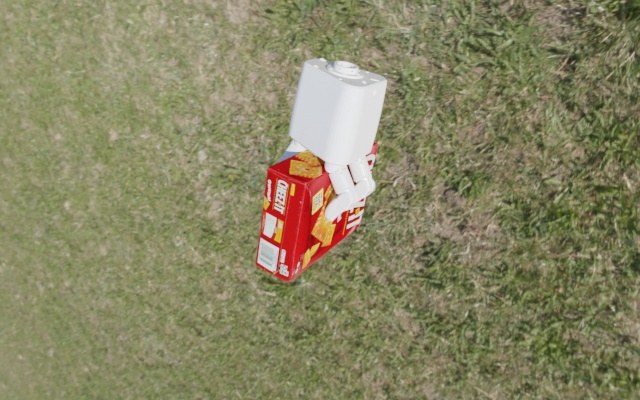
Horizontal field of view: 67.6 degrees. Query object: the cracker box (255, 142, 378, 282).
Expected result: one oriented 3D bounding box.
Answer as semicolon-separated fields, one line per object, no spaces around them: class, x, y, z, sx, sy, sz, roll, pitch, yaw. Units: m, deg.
cracker box;0.000;0.002;0.724;0.072;0.164;0.213;25;32;24
